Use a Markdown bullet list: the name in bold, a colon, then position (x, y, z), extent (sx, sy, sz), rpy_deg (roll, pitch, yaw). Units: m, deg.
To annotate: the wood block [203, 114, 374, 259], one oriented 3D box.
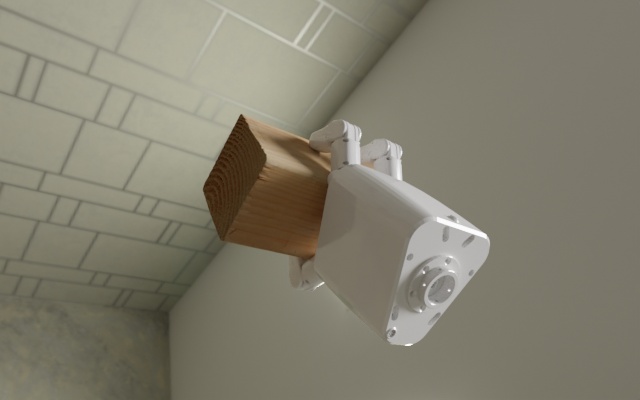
- **wood block**: position (0.000, 0.002, 0.485), extent (0.206, 0.091, 0.090), rpy_deg (17, 25, -35)
